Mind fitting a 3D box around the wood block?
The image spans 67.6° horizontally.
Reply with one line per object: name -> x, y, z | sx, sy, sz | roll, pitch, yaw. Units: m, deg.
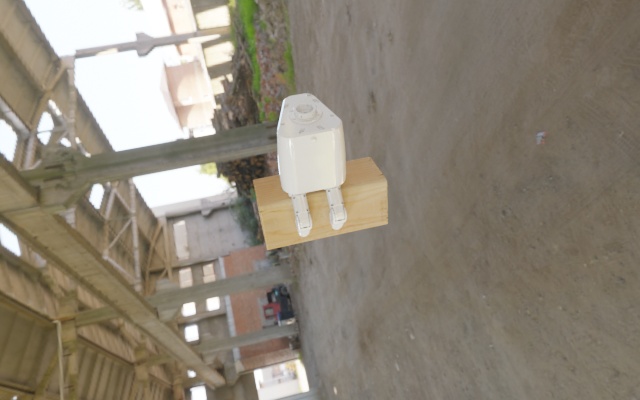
wood block -> 0.000, 0.002, 0.798 | 0.206, 0.090, 0.090 | -11, 33, -8
